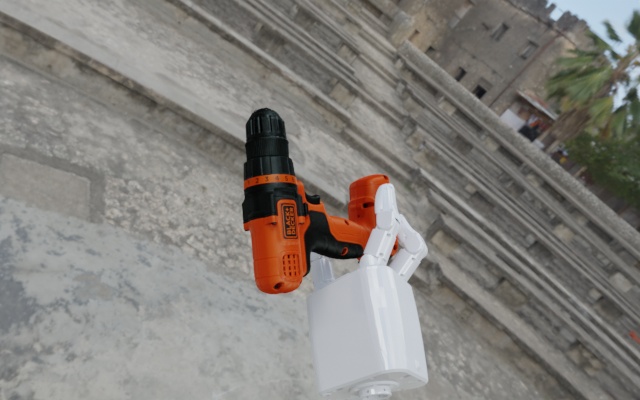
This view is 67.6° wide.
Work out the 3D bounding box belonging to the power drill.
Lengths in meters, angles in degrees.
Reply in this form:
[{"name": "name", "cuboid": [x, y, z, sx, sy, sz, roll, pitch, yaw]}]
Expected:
[{"name": "power drill", "cuboid": [0.000, 0.002, 0.515, 0.187, 0.184, 0.057, 4, -12, -42]}]
